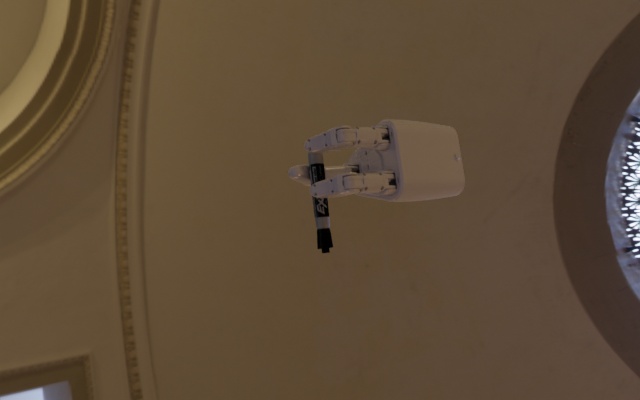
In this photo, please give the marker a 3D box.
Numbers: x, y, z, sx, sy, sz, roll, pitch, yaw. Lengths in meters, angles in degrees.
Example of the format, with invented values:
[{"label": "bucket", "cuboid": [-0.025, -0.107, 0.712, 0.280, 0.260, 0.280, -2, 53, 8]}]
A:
[{"label": "marker", "cuboid": [0.000, 0.002, 0.567, 0.020, 0.121, 0.020, -6, -8, -1]}]
